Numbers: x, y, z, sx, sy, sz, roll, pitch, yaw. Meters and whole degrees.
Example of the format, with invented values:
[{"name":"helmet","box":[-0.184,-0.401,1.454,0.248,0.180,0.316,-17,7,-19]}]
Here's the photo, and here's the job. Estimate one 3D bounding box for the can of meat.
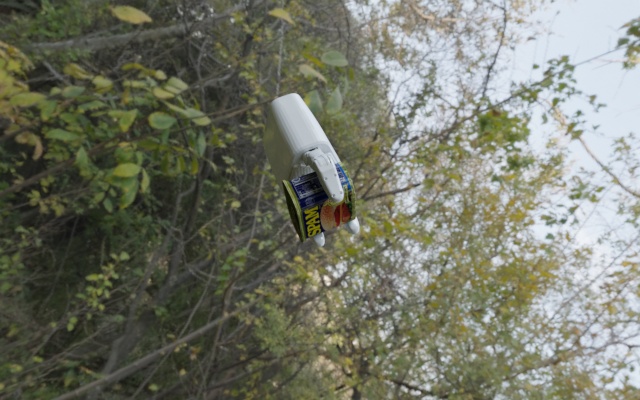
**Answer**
[{"name":"can of meat","box":[0.000,0.002,0.654,0.084,0.057,0.102,-21,-34,-10]}]
